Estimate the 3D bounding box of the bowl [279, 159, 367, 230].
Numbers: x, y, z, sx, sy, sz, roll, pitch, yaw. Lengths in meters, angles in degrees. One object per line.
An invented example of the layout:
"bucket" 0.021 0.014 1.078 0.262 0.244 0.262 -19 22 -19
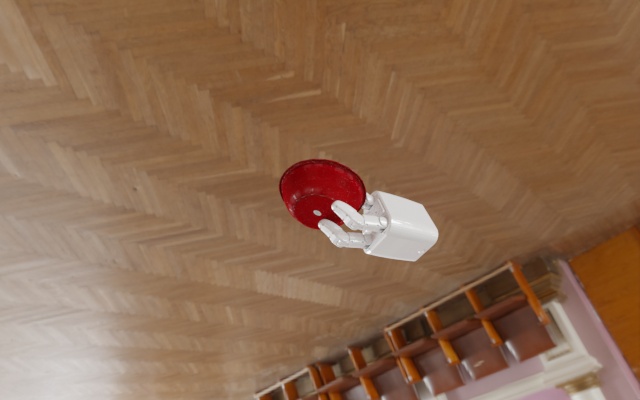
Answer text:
"bowl" -0.001 0.003 0.856 0.162 0.055 0.162 6 -44 5
